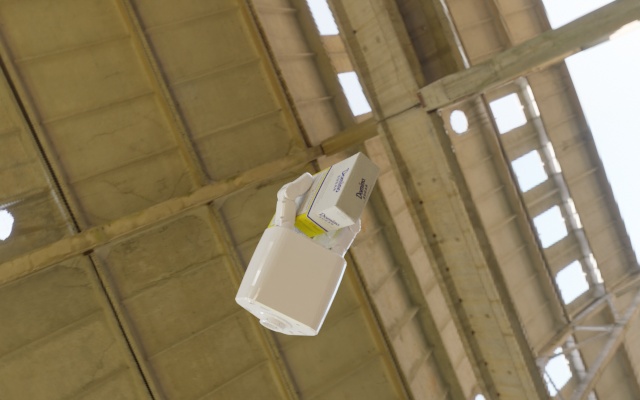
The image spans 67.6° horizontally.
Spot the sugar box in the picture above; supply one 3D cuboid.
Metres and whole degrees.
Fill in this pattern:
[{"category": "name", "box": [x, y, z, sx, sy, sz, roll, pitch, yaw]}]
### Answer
[{"category": "sugar box", "box": [0.000, 0.003, 0.670, 0.048, 0.093, 0.176, 40, -32, -23]}]
